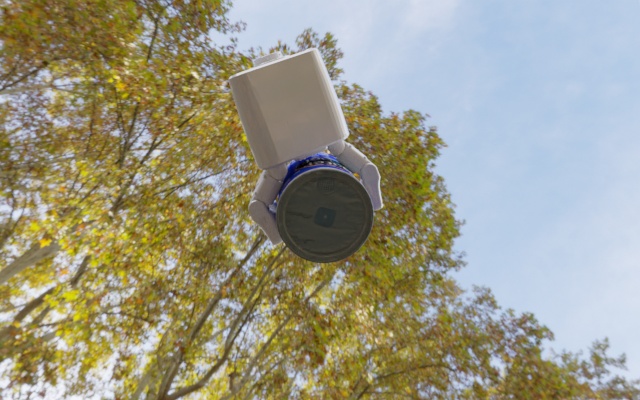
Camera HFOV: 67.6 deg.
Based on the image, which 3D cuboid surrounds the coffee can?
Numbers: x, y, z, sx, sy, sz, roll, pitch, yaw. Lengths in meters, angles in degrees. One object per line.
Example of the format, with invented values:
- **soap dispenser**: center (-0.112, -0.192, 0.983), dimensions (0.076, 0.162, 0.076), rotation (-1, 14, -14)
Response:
- **coffee can**: center (0.000, 0.002, 0.563), dimensions (0.103, 0.103, 0.140), rotation (0, 13, -4)
